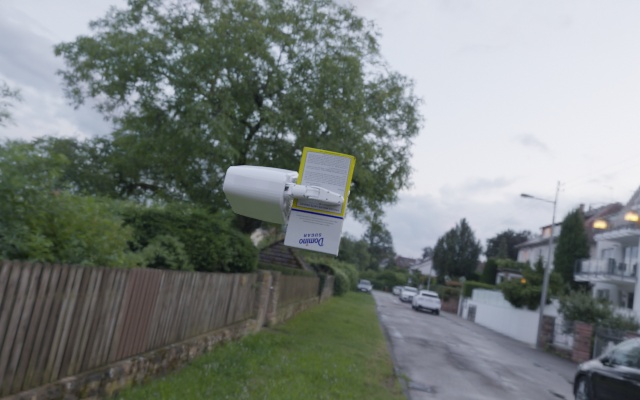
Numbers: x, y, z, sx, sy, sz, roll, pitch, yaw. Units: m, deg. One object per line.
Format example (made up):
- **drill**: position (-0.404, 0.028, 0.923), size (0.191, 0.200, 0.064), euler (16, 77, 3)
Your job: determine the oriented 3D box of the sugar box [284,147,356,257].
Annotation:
- **sugar box**: position (0.000, 0.003, 0.828), size (0.093, 0.176, 0.048), euler (11, -8, 6)
